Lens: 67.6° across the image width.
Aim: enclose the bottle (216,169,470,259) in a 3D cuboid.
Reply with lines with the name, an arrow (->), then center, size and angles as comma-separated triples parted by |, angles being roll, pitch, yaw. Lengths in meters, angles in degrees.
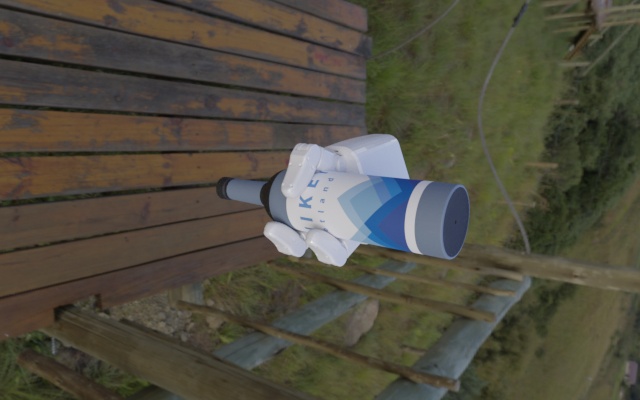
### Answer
bottle -> 0.000, 0.002, 0.501 | 0.295, 0.069, 0.069 | 8, 5, 35
